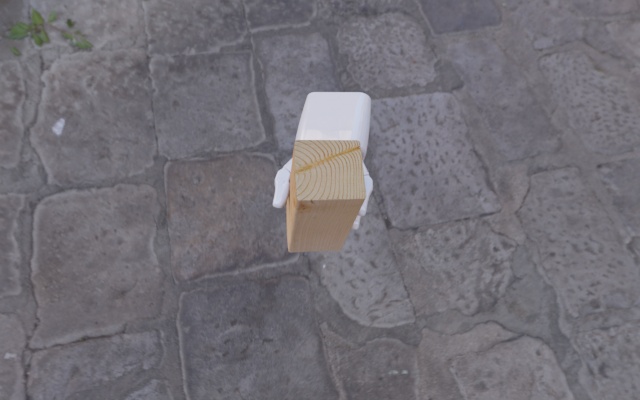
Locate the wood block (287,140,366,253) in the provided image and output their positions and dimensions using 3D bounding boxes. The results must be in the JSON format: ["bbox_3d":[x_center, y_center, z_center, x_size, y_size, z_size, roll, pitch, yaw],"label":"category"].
[{"bbox_3d":[0.000,0.002,0.707,0.091,0.090,0.206,-1,-25,-7],"label":"wood block"}]
